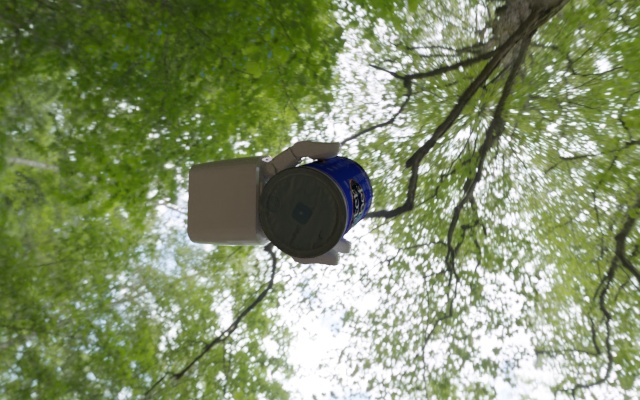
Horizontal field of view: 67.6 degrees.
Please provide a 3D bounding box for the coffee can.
[{"bbox_3d":[0.000,0.002,0.583,0.103,0.103,0.140,0,10,18],"label":"coffee can"}]
